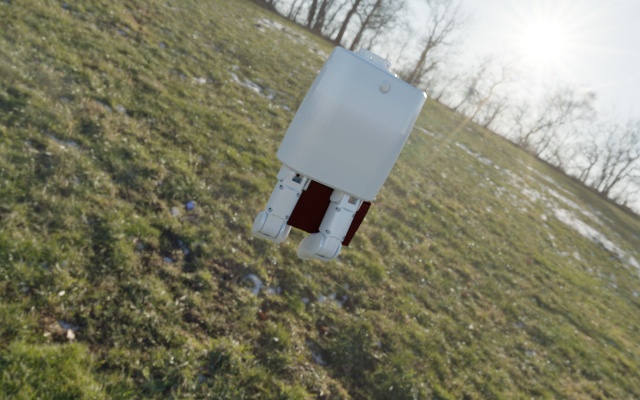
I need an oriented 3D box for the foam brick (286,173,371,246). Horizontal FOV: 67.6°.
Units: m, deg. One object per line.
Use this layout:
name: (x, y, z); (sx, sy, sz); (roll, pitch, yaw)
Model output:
foam brick: (0.000, 0.002, 0.467); (0.078, 0.051, 0.053); (22, 16, -23)
